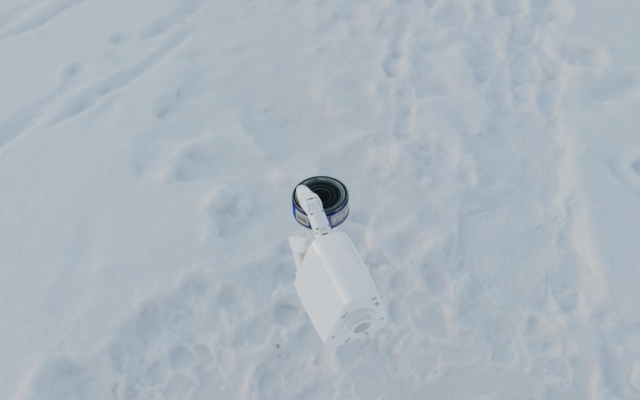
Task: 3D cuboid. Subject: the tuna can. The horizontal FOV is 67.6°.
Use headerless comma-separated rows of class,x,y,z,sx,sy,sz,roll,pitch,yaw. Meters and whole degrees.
tuna can,0.000,0.002,0.711,0.086,0.034,0.086,-2,45,2
